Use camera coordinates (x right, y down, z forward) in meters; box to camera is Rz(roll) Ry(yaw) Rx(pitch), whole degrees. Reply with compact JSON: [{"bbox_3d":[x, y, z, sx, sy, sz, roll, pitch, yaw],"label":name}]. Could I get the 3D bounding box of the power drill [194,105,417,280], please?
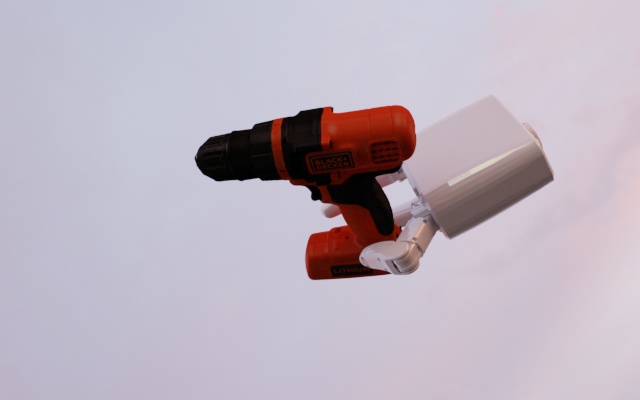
[{"bbox_3d":[0.000,0.002,0.439,0.184,0.057,0.188,-6,-41,13],"label":"power drill"}]
